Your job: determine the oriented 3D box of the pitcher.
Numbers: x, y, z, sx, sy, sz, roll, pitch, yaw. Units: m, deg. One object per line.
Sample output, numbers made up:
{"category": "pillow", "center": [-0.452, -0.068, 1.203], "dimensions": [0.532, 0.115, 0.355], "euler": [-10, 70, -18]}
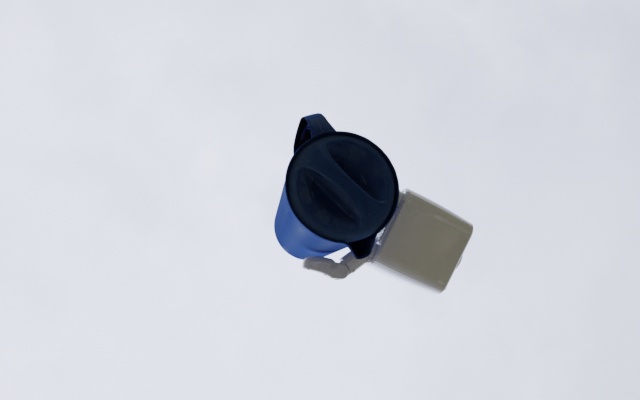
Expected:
{"category": "pitcher", "center": [0.000, 0.002, 0.648], "dimensions": [0.145, 0.149, 0.243], "euler": [27, -19, -4]}
